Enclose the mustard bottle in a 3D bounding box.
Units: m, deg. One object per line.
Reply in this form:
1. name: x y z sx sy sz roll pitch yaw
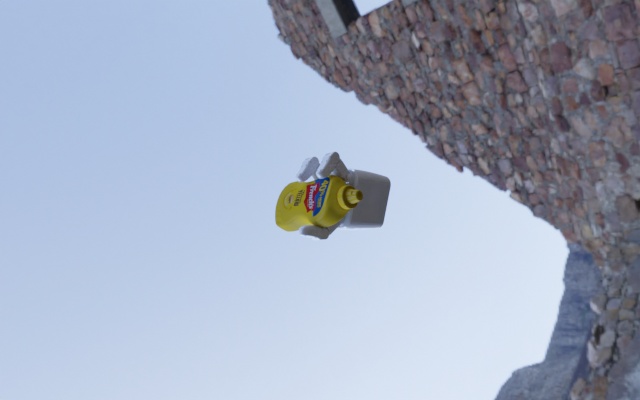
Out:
1. mustard bottle: 0.000 0.003 0.860 0.191 0.096 0.058 -9 -35 46
